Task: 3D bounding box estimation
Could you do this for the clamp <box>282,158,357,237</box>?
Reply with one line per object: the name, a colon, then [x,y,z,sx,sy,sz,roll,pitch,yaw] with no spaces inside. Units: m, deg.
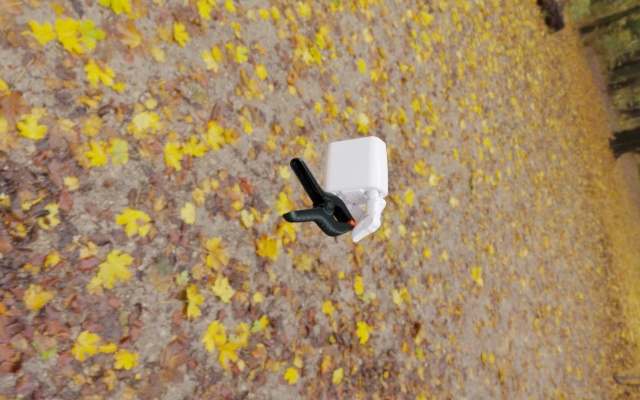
clamp: [0.001,0.003,0.818,0.039,0.120,0.171,-14,-28,37]
